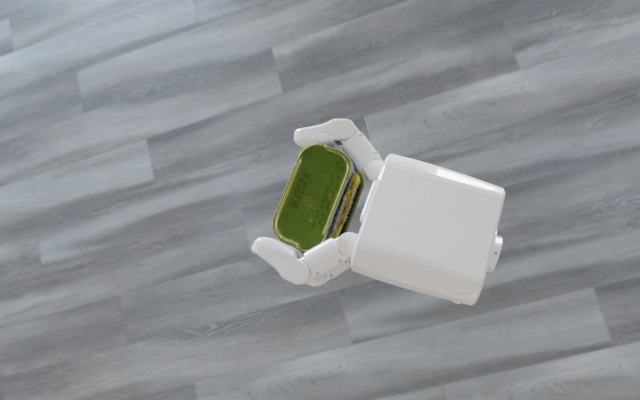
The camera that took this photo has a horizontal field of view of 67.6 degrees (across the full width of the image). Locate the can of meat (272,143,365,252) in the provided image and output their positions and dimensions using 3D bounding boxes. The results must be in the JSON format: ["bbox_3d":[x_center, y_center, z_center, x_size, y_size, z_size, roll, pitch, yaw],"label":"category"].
[{"bbox_3d":[0.000,0.001,0.462,0.057,0.102,0.084,20,-3,13],"label":"can of meat"}]
